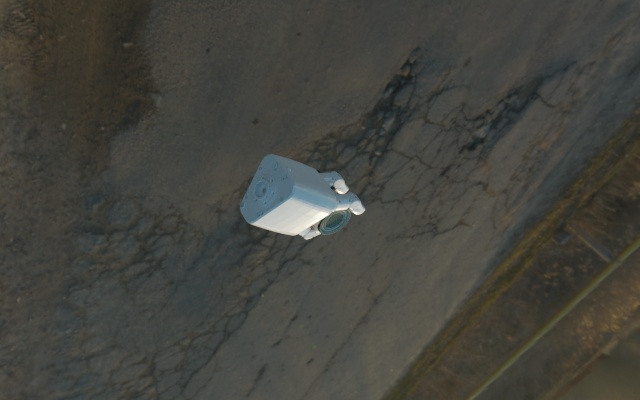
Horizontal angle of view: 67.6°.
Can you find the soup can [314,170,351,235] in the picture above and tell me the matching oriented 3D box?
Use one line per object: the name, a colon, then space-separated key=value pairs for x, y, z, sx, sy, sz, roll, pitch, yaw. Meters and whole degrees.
soup can: x=0.000 y=0.003 z=0.854 sx=0.068 sy=0.068 sz=0.102 roll=0 pitch=42 yaw=-43
